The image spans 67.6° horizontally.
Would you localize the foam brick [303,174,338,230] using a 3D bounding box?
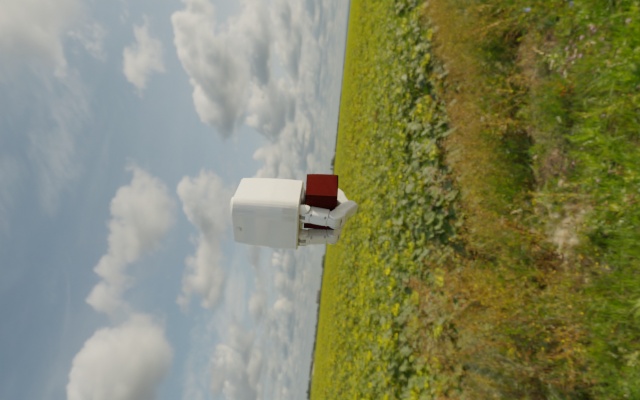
[{"bbox_3d":[0.000,0.002,0.771,0.051,0.078,0.053,4,43,-1],"label":"foam brick"}]
